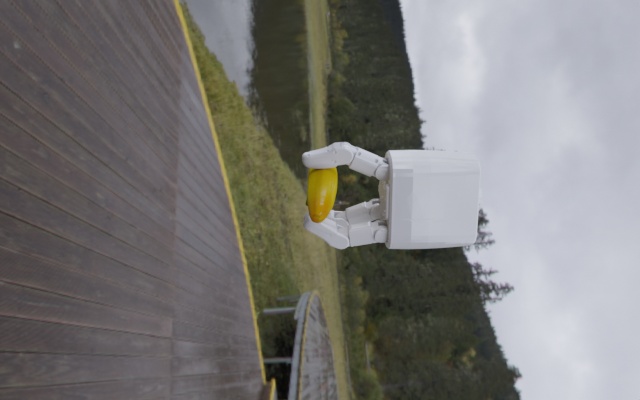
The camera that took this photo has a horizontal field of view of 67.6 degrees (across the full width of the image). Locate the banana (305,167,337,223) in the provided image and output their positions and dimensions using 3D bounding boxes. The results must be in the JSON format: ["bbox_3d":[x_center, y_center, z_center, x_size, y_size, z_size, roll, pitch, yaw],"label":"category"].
[{"bbox_3d":[0.002,-0.017,0.601,0.037,0.069,0.198,5,4,-2],"label":"banana"}]
